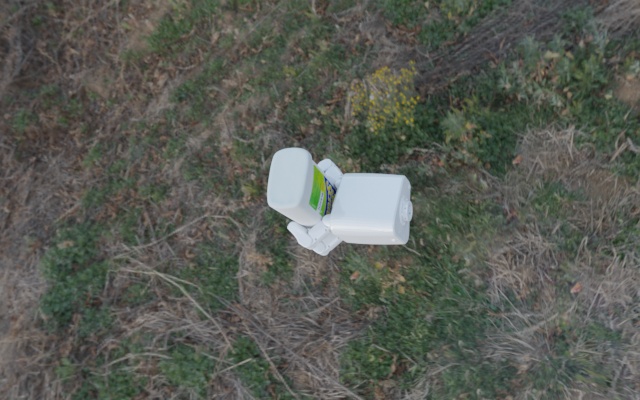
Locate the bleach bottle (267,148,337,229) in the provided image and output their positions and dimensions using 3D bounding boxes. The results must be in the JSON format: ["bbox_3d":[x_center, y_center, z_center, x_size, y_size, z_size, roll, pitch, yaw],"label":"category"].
[{"bbox_3d":[0.000,0.003,0.825,0.068,0.102,0.251,1,-16,26],"label":"bleach bottle"}]
